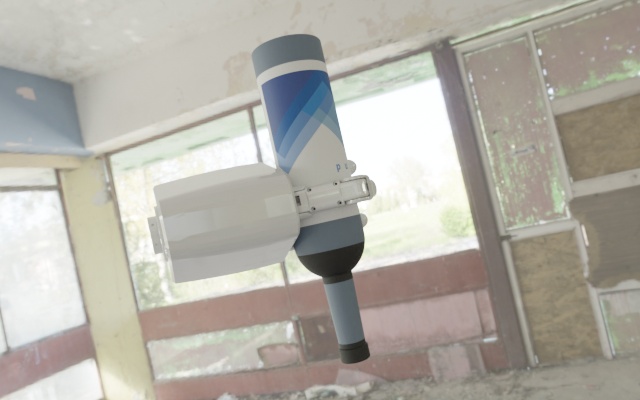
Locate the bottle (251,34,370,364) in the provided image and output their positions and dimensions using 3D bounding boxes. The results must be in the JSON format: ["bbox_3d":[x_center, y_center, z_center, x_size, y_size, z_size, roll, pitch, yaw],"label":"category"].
[{"bbox_3d":[0.000,0.001,0.442,0.069,0.295,0.069,-13,-2,0],"label":"bottle"}]
